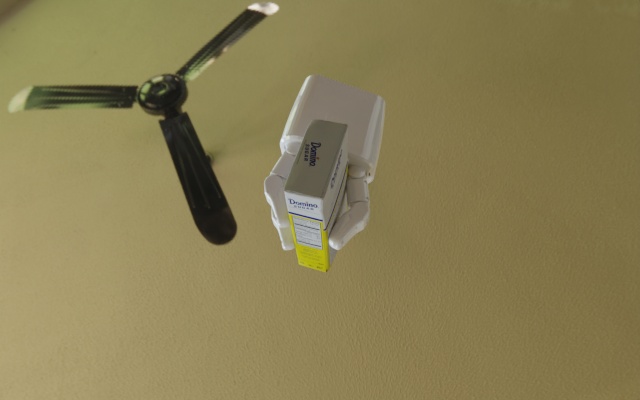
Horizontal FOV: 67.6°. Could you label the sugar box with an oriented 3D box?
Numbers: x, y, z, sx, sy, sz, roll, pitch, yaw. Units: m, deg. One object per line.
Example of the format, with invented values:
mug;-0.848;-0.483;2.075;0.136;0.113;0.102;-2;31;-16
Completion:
sugar box;0.000;0.002;0.529;0.048;0.093;0.176;12;-30;12
